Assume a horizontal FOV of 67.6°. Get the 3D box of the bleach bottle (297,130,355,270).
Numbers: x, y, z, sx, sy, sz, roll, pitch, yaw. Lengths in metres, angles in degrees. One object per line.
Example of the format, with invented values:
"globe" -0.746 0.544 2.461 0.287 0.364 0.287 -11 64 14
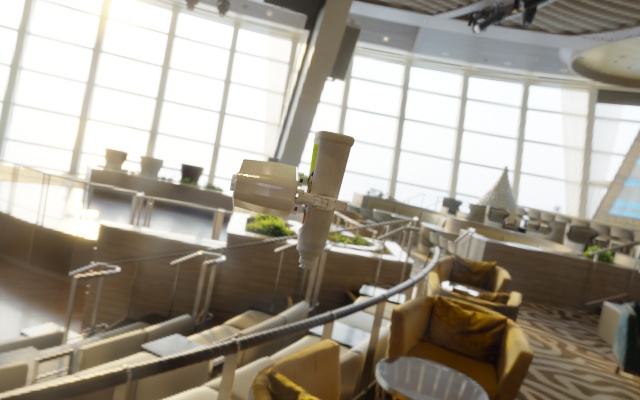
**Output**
"bleach bottle" 0.000 0.003 0.868 0.068 0.251 0.102 11 4 -9
